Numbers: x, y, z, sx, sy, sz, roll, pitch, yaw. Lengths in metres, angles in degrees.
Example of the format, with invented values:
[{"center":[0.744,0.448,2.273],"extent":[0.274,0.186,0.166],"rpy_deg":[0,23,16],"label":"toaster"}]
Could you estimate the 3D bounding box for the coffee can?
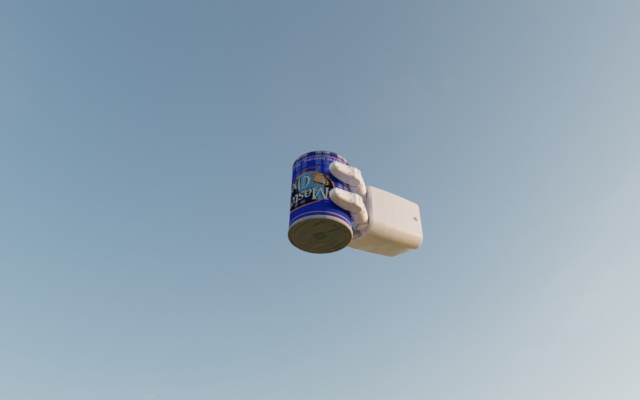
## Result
[{"center":[0.000,0.003,0.794],"extent":[0.103,0.140,0.103],"rpy_deg":[0,-38,0],"label":"coffee can"}]
